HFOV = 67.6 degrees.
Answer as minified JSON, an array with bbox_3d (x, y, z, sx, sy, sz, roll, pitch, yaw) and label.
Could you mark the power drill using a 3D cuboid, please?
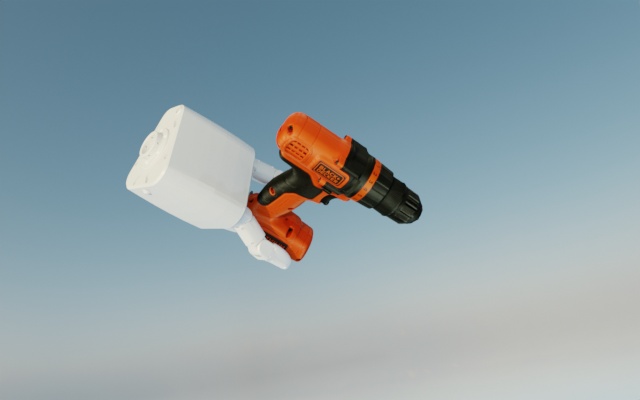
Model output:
[{"bbox_3d":[0.000,0.002,0.565,0.184,0.057,0.188,34,-46,-14],"label":"power drill"}]
